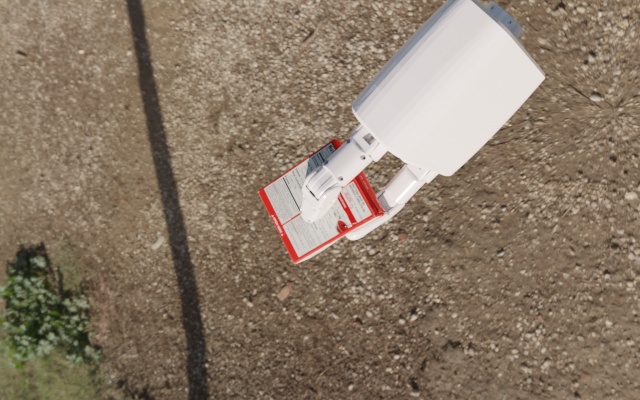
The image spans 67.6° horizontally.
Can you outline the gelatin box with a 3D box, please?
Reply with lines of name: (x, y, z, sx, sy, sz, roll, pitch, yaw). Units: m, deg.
gelatin box: (0.000, 0.002, 0.411, 0.089, 0.073, 0.030, -32, -11, 22)
